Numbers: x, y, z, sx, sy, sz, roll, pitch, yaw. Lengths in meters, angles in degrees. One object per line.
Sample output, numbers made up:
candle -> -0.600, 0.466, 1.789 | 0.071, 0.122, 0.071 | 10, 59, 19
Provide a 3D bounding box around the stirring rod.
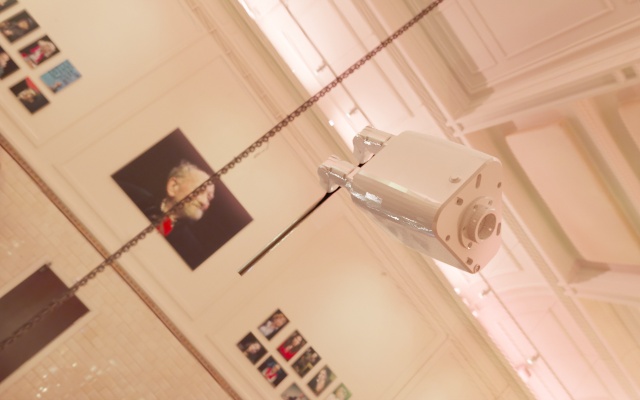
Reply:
stirring rod -> 0.000, 0.002, 0.541 | 0.239, 0.011, 0.011 | -41, 15, -17
